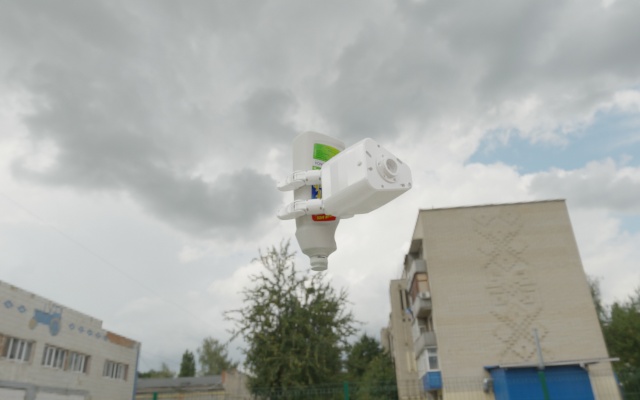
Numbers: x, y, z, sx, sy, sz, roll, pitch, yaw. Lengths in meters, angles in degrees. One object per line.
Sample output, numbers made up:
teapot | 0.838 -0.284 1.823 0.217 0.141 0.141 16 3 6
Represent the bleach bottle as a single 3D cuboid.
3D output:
bleach bottle | 0.000 0.003 0.854 0.102 0.250 0.068 15 -30 -34
